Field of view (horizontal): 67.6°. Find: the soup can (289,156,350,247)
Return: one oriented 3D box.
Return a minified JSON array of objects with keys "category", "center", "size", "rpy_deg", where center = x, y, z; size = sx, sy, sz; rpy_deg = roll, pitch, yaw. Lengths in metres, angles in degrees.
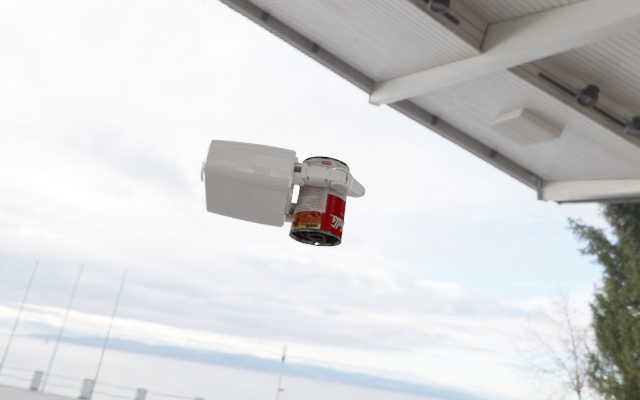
[{"category":"soup can","center":[0.001,0.002,0.618],"size":[0.068,0.102,0.068],"rpy_deg":[7,-20,3]}]
